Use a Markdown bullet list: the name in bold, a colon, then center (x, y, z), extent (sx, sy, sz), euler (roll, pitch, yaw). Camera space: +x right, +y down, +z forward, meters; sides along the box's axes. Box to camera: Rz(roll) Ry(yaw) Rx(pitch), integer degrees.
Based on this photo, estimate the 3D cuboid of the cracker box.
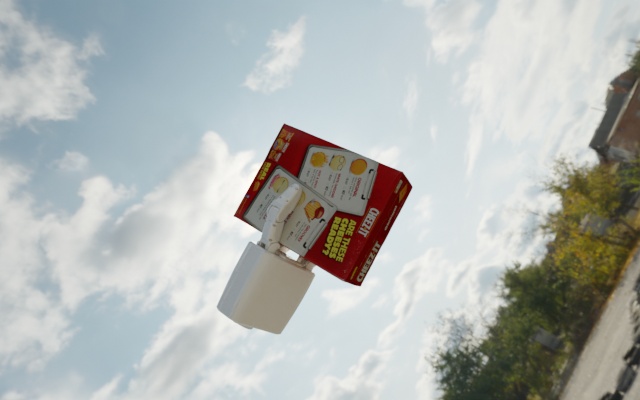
- **cracker box**: center (0.000, 0.002, 0.693), extent (0.213, 0.164, 0.072), euler (26, -4, 30)
